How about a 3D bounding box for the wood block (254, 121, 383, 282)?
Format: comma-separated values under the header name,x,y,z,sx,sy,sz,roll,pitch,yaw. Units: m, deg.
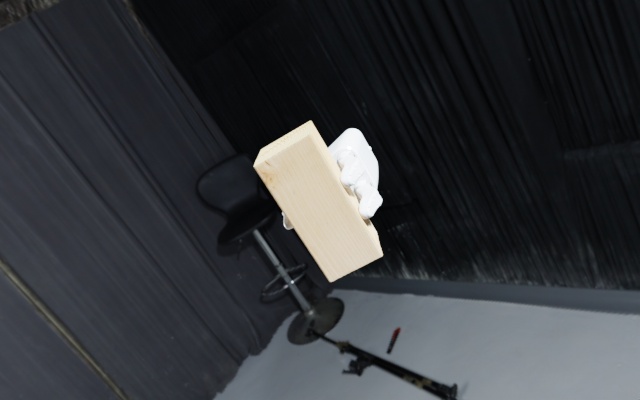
name,x,y,z,sx,sy,sz,roll,pitch,yaw
wood block,0.000,0.002,0.697,0.091,0.206,0.090,-29,19,10
